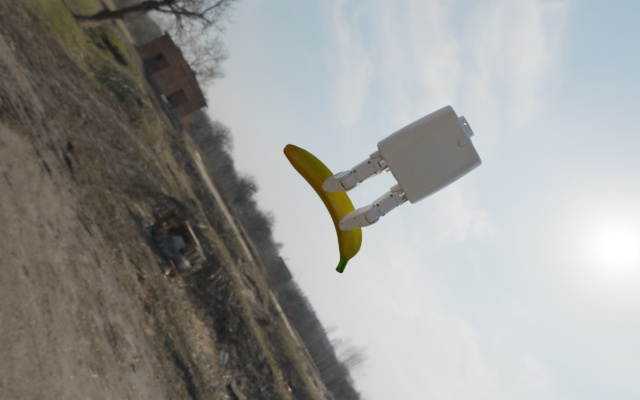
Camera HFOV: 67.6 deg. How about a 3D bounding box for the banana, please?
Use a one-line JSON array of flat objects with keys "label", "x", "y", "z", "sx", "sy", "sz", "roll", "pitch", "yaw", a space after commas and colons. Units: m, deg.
[{"label": "banana", "x": 0.013, "y": 0.002, "z": 0.688, "sx": 0.037, "sy": 0.198, "sz": 0.069, "roll": -31, "pitch": -8, "yaw": 39}]
